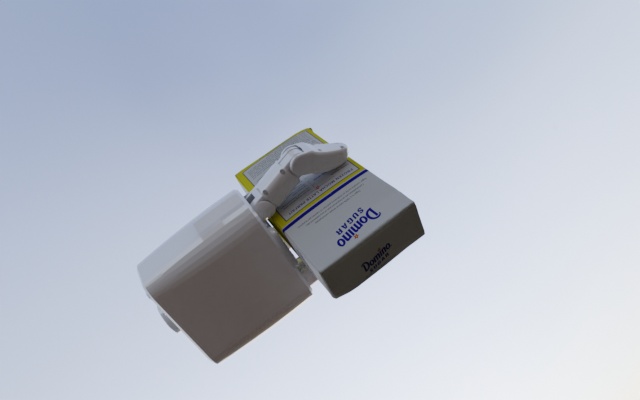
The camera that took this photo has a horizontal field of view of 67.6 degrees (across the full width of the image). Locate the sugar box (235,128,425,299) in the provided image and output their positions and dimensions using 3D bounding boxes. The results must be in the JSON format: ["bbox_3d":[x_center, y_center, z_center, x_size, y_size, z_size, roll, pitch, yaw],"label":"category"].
[{"bbox_3d":[0.000,0.002,0.427,0.093,0.048,0.176,-35,42,-9],"label":"sugar box"}]
